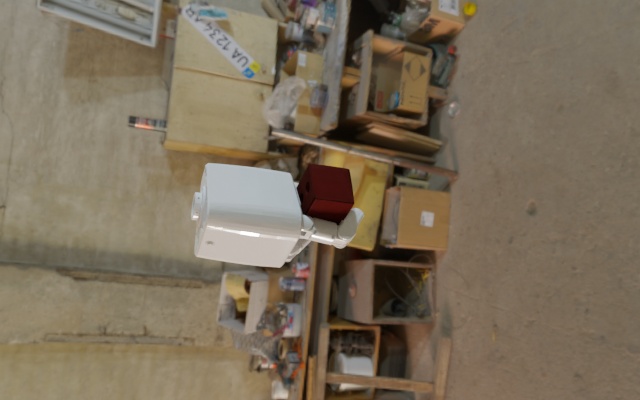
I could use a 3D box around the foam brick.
[{"bbox_3d":[0.000,0.002,0.572,0.051,0.053,0.078,8,-39,-20],"label":"foam brick"}]
